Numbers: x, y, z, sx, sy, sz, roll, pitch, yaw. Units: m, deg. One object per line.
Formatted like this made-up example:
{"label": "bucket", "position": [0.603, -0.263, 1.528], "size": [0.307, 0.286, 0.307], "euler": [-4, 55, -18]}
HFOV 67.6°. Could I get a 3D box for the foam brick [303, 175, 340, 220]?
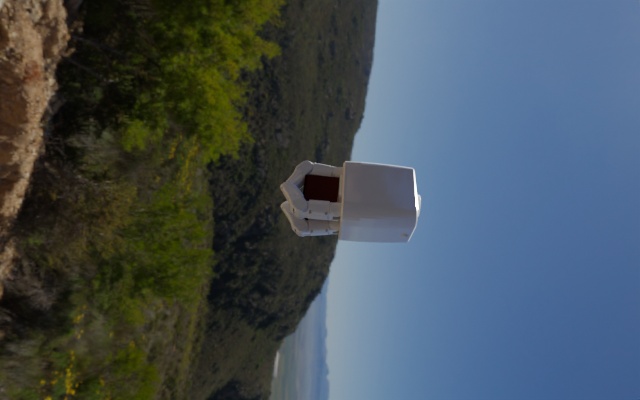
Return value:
{"label": "foam brick", "position": [0.000, 0.002, 0.724], "size": [0.051, 0.053, 0.078], "euler": [5, -24, 2]}
